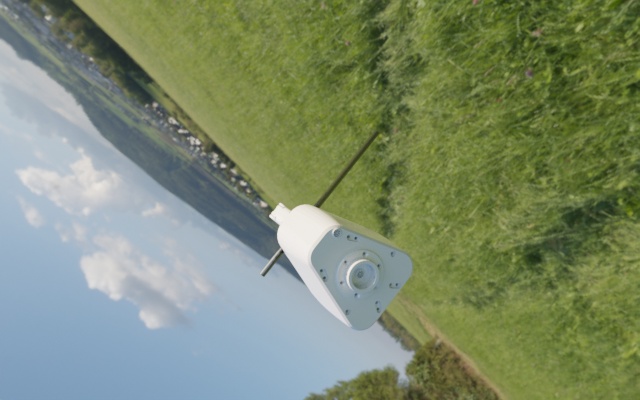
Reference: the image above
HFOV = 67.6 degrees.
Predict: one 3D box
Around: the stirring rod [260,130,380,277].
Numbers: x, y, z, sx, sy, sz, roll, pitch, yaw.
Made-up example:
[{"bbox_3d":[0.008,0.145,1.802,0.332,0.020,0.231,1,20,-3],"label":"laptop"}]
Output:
[{"bbox_3d":[0.000,0.002,0.621,0.011,0.239,0.011,38,-5,4],"label":"stirring rod"}]
